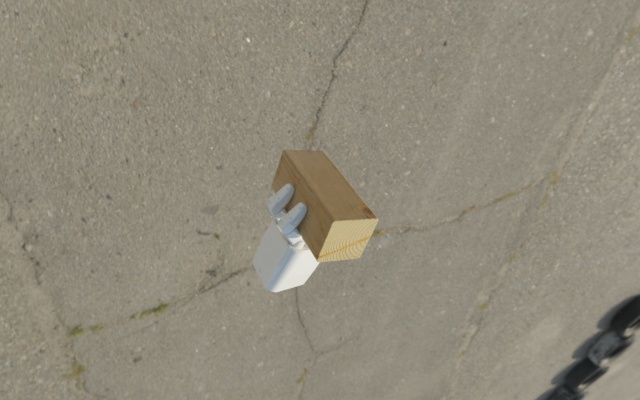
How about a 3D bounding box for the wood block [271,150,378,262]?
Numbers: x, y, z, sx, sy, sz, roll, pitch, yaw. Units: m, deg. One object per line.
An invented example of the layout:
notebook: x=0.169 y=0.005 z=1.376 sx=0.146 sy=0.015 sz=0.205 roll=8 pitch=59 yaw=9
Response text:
wood block: x=0.000 y=0.003 z=0.840 sx=0.091 sy=0.090 sz=0.206 roll=-1 pitch=38 yaw=-32
